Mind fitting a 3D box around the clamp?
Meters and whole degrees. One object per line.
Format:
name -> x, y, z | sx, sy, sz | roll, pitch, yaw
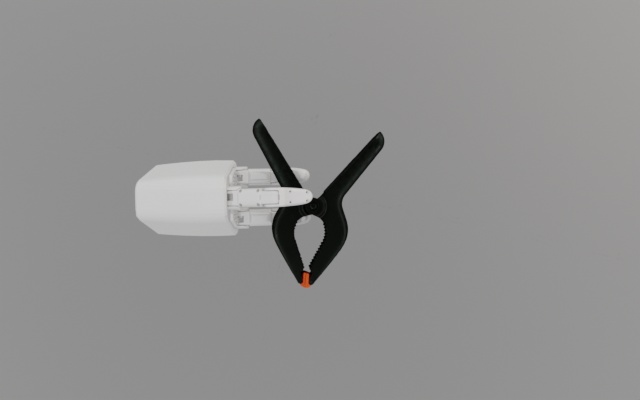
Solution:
clamp -> 0.000, 0.003, 0.596 | 0.164, 0.210, 0.036 | -1, 0, -3
